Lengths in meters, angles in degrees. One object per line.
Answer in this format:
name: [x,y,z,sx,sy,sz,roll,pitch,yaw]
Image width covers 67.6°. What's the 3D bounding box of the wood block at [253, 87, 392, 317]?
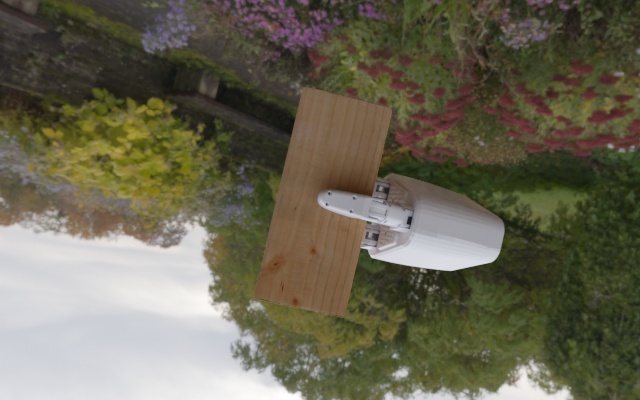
wood block: [0.000,0.002,0.493,0.090,0.206,0.091,13,-2,-4]
